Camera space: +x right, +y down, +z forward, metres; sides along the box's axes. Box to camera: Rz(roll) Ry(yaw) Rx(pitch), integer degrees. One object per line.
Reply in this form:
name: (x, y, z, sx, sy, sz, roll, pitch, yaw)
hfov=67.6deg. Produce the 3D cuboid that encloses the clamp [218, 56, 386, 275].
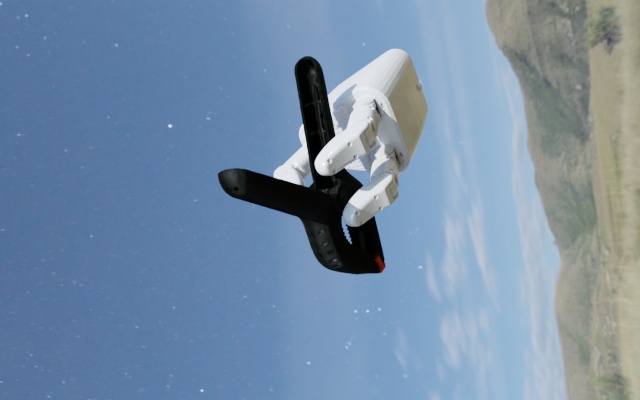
clamp: (0.000, 0.002, 0.417, 0.036, 0.210, 0.164, -7, 34, 34)
